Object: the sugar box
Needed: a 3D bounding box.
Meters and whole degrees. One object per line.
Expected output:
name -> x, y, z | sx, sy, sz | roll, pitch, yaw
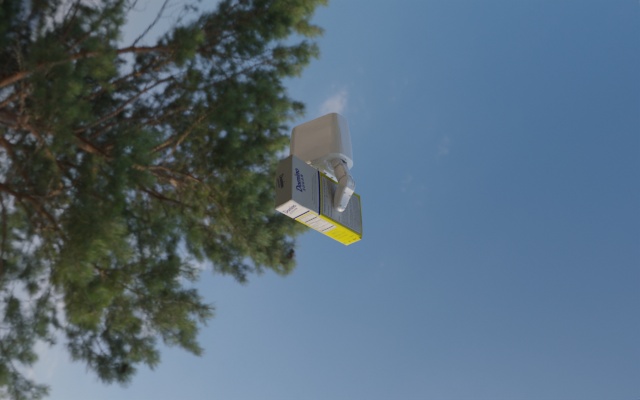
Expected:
sugar box -> 0.000, 0.003, 0.815 | 0.176, 0.093, 0.048 | 28, -43, -36
